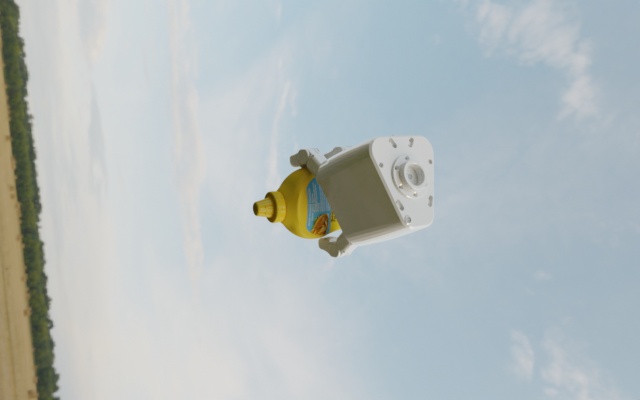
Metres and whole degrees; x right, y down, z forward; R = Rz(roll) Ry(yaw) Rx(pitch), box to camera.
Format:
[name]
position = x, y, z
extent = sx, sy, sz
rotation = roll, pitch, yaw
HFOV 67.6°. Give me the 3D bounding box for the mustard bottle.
[mustard bottle]
position = 0.000, 0.002, 0.645
extent = 0.191, 0.096, 0.058
rotation = -6, 15, -32
